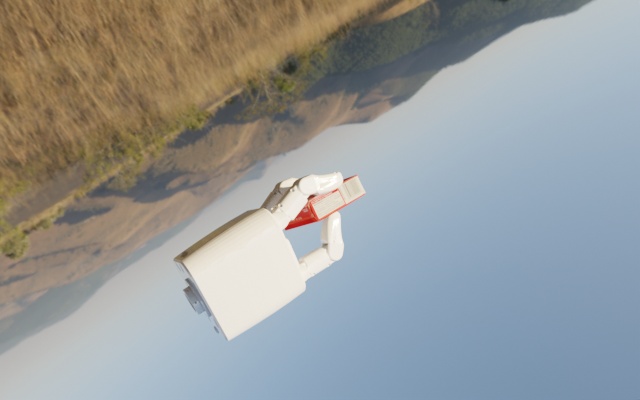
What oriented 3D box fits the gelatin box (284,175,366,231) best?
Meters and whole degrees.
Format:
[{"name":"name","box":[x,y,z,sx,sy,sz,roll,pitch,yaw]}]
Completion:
[{"name":"gelatin box","box":[0.001,0.002,0.596,0.089,0.030,0.073,-29,7,-36]}]
